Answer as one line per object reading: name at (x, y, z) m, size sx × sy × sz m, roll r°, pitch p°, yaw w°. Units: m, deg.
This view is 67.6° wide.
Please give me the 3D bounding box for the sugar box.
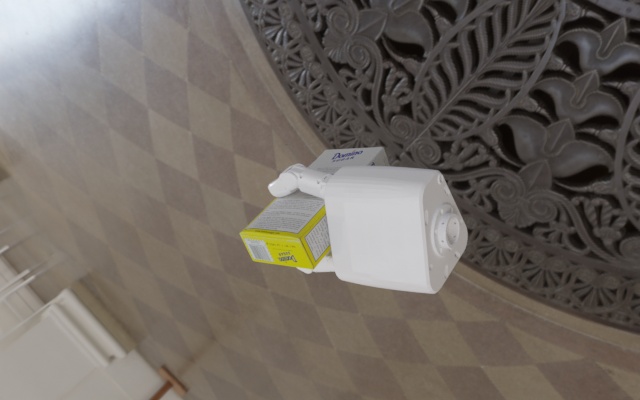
sugar box at (0.000, 0.002, 0.540) m, size 0.093 × 0.048 × 0.176 m, roll 2°, pitch 34°, yaw 41°
